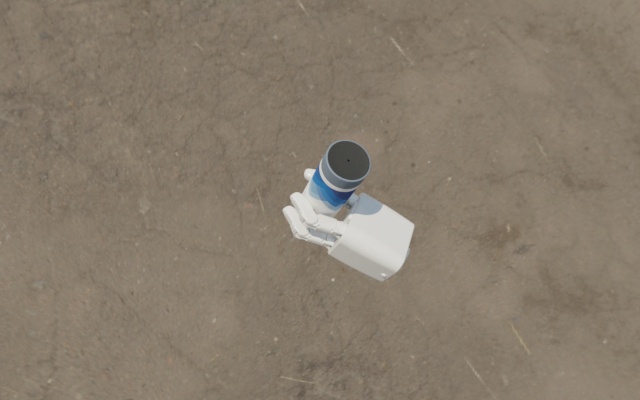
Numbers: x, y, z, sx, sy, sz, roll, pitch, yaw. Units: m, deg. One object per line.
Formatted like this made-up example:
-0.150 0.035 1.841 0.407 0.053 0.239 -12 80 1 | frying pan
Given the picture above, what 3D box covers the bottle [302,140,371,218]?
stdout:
0.000 0.002 0.791 0.069 0.069 0.296 0 -23 -17 | bottle
